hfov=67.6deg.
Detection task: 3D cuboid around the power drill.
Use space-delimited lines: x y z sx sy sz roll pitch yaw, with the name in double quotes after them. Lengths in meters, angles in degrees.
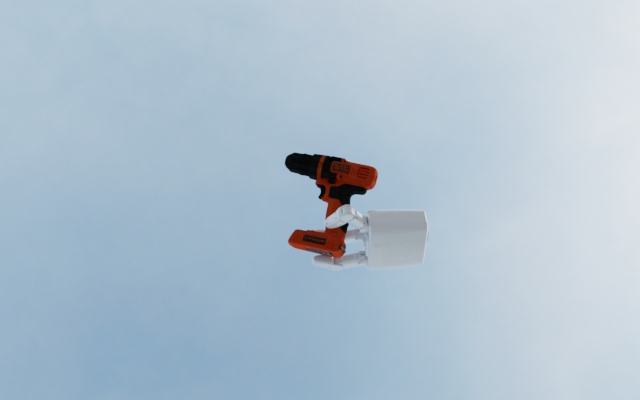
0.000 0.003 0.898 0.184 0.187 0.057 12 -15 16 "power drill"
